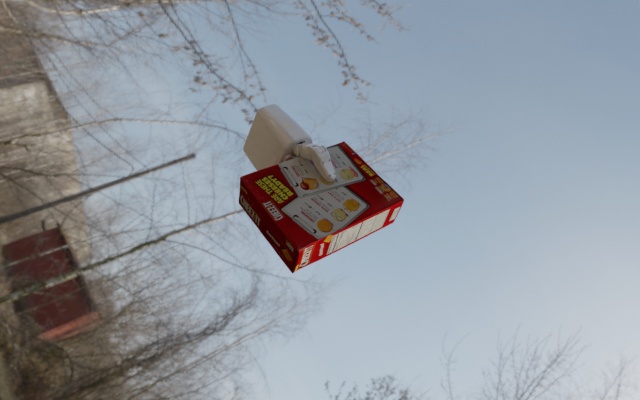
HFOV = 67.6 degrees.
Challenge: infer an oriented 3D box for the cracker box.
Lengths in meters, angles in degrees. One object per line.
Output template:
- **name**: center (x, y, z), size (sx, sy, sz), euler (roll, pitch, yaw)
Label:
- **cracker box**: center (0.000, 0.002, 0.777), size (0.213, 0.072, 0.164), euler (-23, 56, -30)
